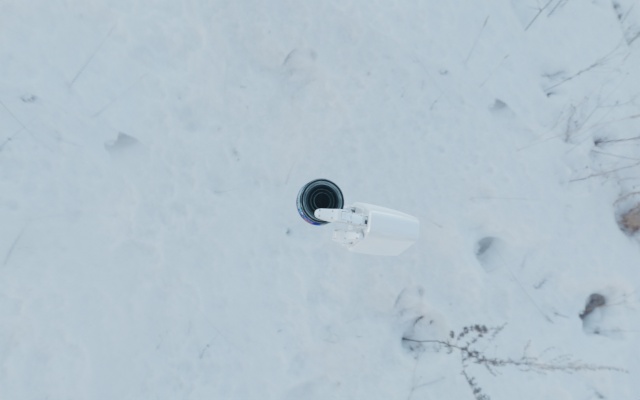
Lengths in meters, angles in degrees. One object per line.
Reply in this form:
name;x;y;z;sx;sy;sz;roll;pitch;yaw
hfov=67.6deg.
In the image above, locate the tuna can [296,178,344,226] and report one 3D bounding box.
tuna can;0.000;0.003;0.881;0.086;0.086;0.034;0;-7;-14
